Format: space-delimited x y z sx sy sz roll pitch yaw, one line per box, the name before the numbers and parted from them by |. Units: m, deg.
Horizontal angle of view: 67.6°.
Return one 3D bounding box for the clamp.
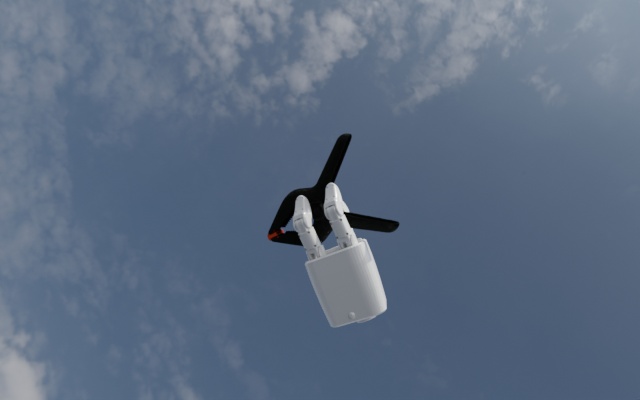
clamp | 0.000 0.003 0.752 0.210 0.164 0.036 -22 -3 23
